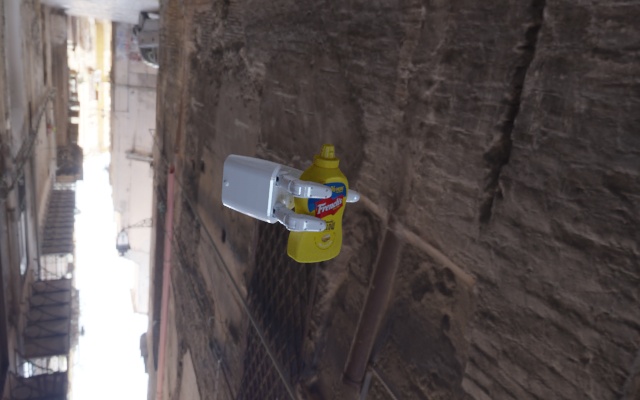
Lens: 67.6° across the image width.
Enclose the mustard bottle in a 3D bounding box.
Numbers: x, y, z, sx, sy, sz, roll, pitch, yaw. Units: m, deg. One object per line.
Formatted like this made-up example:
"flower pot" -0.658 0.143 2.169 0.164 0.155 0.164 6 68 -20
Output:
"mustard bottle" 0.000 0.003 0.783 0.096 0.192 0.058 -5 21 -36
